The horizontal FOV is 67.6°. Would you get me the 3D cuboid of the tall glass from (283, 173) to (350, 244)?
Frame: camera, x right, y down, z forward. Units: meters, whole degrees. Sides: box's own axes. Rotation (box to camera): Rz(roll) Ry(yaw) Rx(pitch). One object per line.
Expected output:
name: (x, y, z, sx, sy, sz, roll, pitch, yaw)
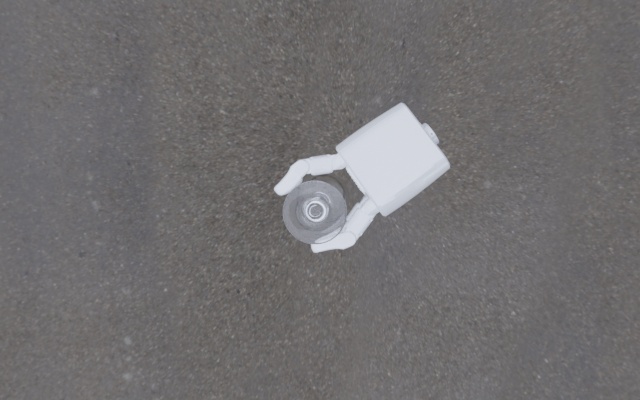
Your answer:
tall glass: (0.000, 0.002, 0.646, 0.079, 0.079, 0.201, 0, 7, 3)
